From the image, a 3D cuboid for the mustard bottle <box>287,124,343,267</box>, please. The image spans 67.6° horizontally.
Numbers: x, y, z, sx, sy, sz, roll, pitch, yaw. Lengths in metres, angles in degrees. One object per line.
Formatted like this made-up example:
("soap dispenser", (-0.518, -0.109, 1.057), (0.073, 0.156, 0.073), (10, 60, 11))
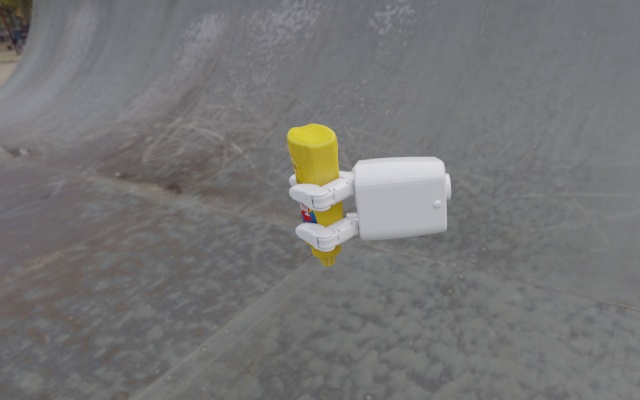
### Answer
("mustard bottle", (0.000, 0.002, 0.629), (0.058, 0.192, 0.096), (-15, 26, -14))
